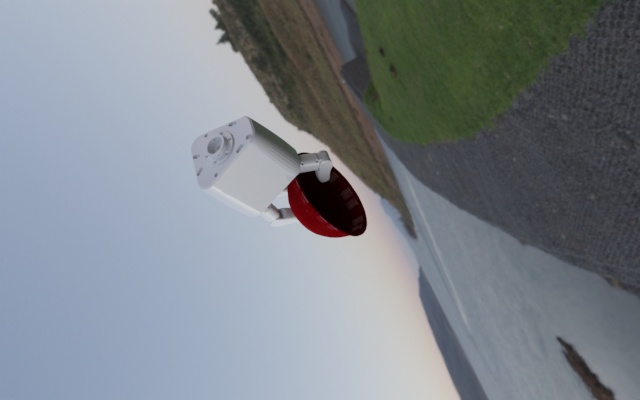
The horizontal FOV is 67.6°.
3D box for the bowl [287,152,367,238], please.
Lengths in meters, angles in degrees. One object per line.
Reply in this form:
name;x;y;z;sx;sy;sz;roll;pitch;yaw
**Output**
bowl;0.001;0.003;0.761;0.055;0.162;0.162;-40;-21;27
